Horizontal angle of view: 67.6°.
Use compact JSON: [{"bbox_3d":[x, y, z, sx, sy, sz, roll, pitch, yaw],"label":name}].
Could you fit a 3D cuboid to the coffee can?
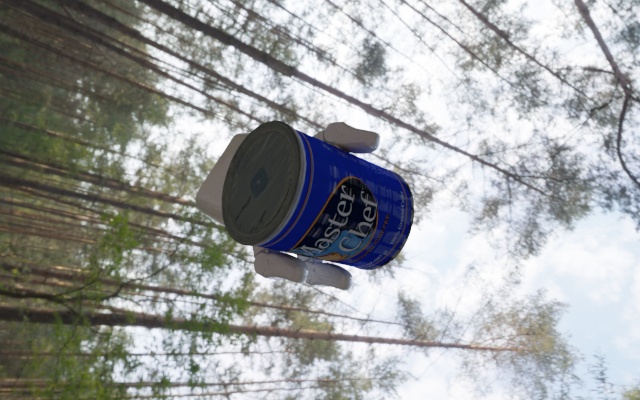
[{"bbox_3d":[0.000,0.001,0.423,0.140,0.103,0.103,18,-12,-40],"label":"coffee can"}]
